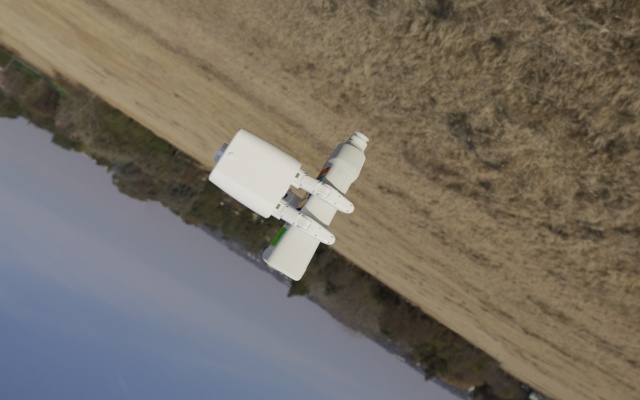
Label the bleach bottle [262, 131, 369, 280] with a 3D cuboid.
[{"bbox_3d":[0.000,0.003,0.767,0.068,0.251,0.102,32,-6,-9],"label":"bleach bottle"}]
